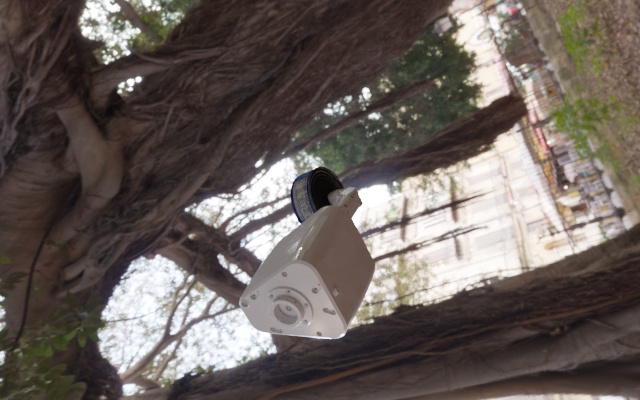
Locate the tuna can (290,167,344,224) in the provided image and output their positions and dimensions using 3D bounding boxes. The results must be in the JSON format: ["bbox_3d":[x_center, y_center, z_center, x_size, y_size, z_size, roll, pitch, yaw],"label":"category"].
[{"bbox_3d":[0.000,0.002,0.614,0.034,0.086,0.086,-21,-12,32],"label":"tuna can"}]
